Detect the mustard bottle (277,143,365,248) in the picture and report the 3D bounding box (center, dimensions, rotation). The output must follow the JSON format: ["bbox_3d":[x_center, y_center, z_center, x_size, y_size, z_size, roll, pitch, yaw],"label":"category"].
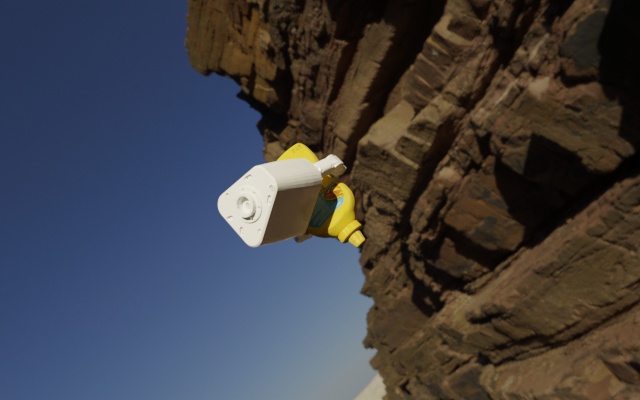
[{"bbox_3d":[0.000,0.002,0.770,0.191,0.096,0.058,46,5,18],"label":"mustard bottle"}]
